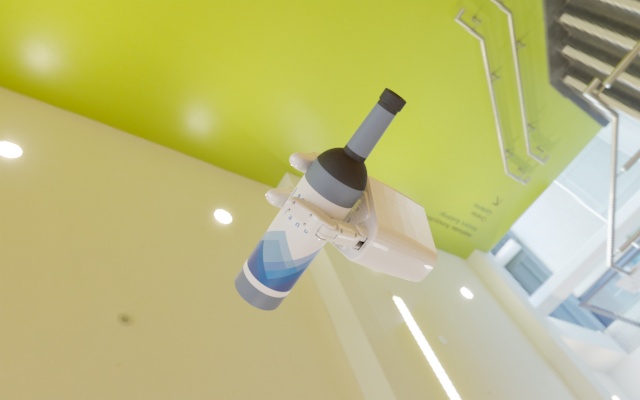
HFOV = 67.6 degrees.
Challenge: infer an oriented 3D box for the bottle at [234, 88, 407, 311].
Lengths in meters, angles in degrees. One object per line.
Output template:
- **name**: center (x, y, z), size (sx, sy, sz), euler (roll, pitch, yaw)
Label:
- **bottle**: center (0.000, 0.002, 0.552), size (0.069, 0.296, 0.069), euler (30, 21, -13)
